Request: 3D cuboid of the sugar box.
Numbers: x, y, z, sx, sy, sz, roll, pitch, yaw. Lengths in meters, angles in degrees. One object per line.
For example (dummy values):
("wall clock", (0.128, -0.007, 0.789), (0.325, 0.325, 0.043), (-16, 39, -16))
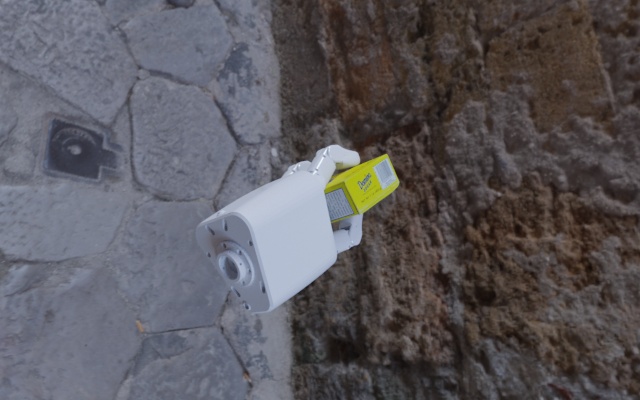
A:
("sugar box", (0.000, 0.001, 0.579), (0.176, 0.048, 0.093), (-18, 10, 43))
